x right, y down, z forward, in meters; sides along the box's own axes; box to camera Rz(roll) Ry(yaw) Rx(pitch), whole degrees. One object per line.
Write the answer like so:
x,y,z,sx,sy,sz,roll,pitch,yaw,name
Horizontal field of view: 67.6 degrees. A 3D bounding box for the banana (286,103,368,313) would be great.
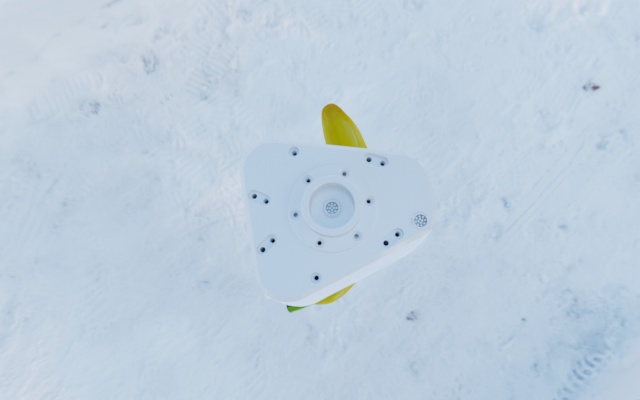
0.018,0.008,0.429,0.069,0.197,0.037,9,-8,11,banana
